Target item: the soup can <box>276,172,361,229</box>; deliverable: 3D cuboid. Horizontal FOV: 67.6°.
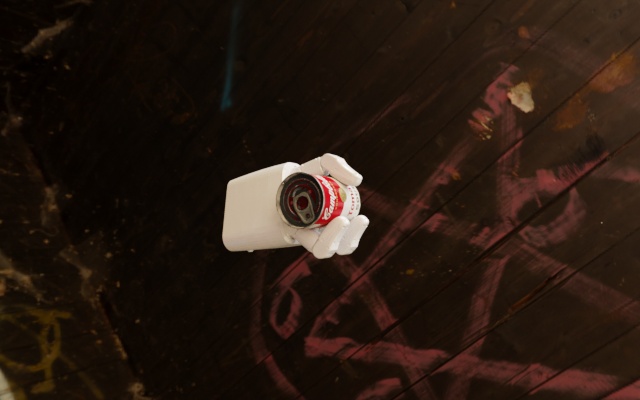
[{"bbox_3d":[0.001,0.002,0.606,0.068,0.068,0.102,0,-2,30],"label":"soup can"}]
